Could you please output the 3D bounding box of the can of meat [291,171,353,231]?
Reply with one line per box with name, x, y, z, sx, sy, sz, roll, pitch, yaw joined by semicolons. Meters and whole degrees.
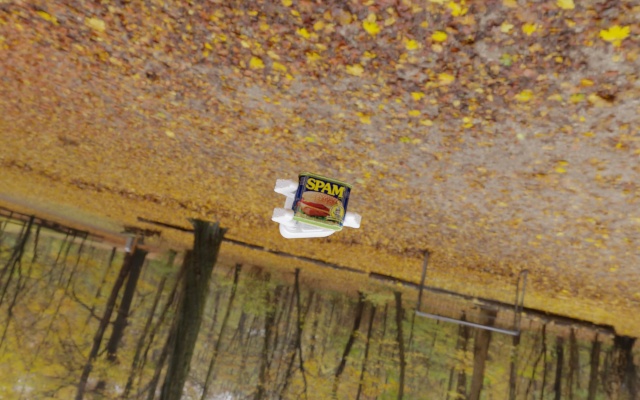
can of meat;0.000;0.003;0.864;0.102;0.084;0.057;15;-12;-8
